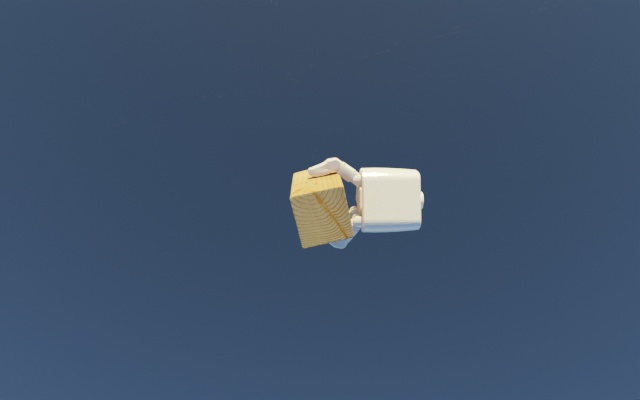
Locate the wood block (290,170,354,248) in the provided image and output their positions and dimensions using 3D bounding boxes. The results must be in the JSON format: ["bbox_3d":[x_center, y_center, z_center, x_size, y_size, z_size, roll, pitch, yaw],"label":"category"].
[{"bbox_3d":[0.000,0.002,0.866,0.090,0.091,0.206,-12,14,1],"label":"wood block"}]
